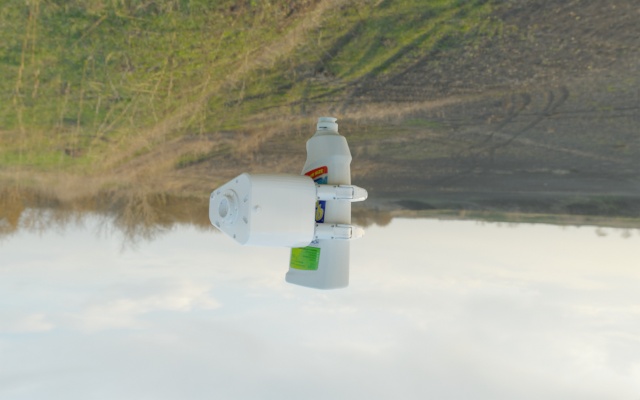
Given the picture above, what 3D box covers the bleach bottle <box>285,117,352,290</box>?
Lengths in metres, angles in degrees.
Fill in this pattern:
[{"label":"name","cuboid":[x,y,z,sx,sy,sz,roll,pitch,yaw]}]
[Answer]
[{"label":"bleach bottle","cuboid":[0.000,0.002,0.720,0.068,0.251,0.102,3,-2,-42]}]
